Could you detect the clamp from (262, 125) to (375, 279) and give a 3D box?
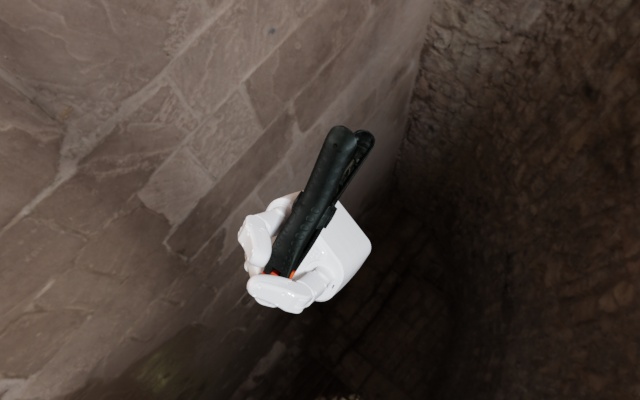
[{"bbox_3d":[0.000,0.002,0.451,0.039,0.171,0.120,36,23,14],"label":"clamp"}]
